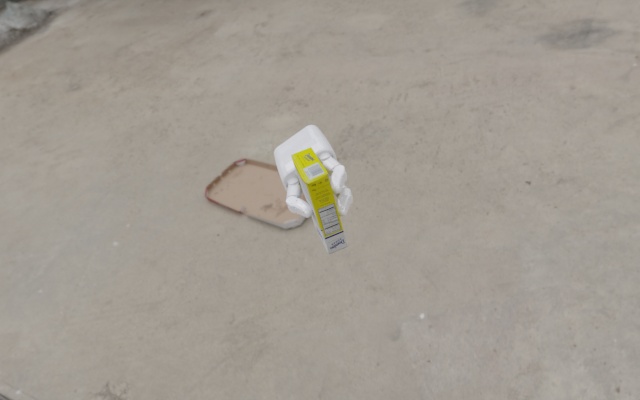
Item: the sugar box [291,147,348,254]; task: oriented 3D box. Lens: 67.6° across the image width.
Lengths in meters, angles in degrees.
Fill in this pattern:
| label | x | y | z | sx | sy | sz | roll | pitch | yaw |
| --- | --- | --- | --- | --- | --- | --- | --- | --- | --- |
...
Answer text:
| label | x | y | z | sx | sy | sz | roll | pitch | yaw |
| --- | --- | --- | --- | --- | --- | --- | --- | --- | --- |
| sugar box | 0.001 | 0.002 | 0.855 | 0.048 | 0.176 | 0.093 | -24 | 41 | -4 |
